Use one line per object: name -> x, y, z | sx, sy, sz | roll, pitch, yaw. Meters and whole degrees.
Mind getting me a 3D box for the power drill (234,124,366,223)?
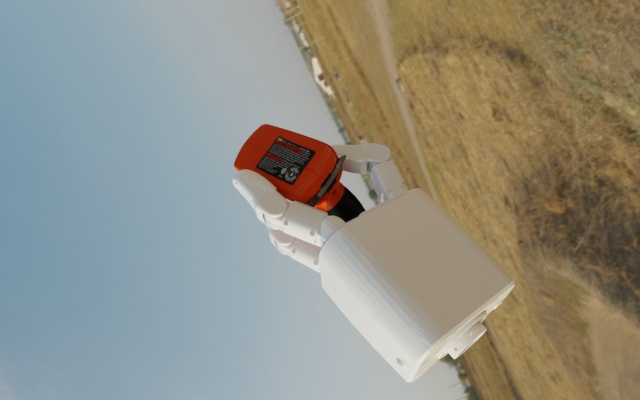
power drill -> 0.000, 0.001, 0.482 | 0.184, 0.057, 0.188 | 23, -13, 41
